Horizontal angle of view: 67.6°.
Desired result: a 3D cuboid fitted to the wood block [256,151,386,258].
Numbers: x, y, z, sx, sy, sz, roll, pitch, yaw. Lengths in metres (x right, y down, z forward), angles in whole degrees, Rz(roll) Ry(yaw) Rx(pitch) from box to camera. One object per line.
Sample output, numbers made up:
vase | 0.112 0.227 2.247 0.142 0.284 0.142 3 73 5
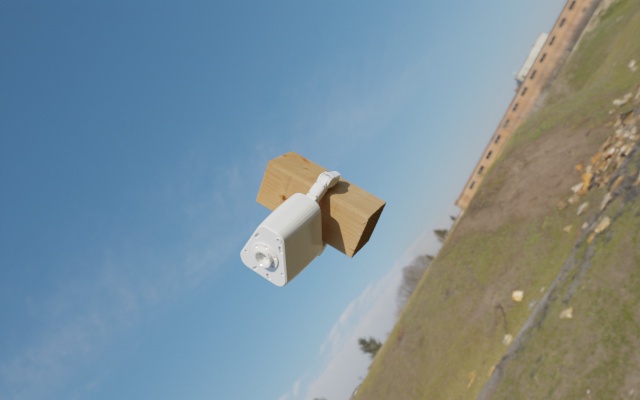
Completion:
wood block | 0.000 0.003 0.863 0.206 0.091 0.090 30 28 16
